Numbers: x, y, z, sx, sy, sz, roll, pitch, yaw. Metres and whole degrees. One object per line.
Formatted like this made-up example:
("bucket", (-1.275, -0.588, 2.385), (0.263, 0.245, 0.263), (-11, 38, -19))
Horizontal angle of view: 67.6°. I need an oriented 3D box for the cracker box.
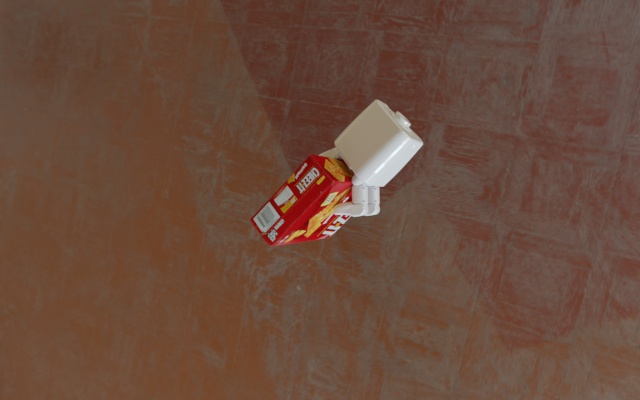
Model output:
("cracker box", (0.000, 0.003, 0.863), (0.164, 0.072, 0.214), (-46, -20, 20))
